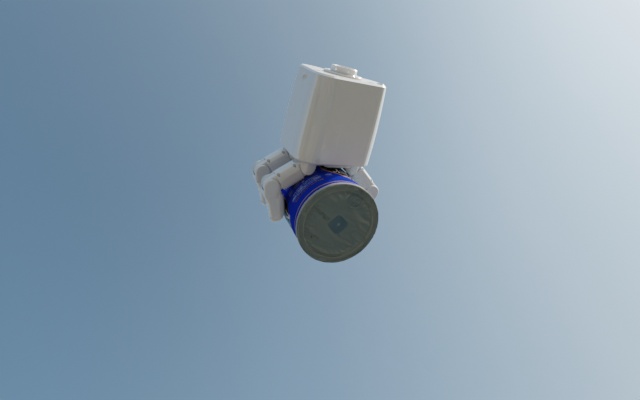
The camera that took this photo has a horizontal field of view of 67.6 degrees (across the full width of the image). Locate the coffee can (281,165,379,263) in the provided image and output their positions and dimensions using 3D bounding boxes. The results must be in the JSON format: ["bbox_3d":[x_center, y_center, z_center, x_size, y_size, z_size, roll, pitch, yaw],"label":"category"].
[{"bbox_3d":[0.000,0.002,0.619,0.103,0.103,0.140,0,23,-20],"label":"coffee can"}]
